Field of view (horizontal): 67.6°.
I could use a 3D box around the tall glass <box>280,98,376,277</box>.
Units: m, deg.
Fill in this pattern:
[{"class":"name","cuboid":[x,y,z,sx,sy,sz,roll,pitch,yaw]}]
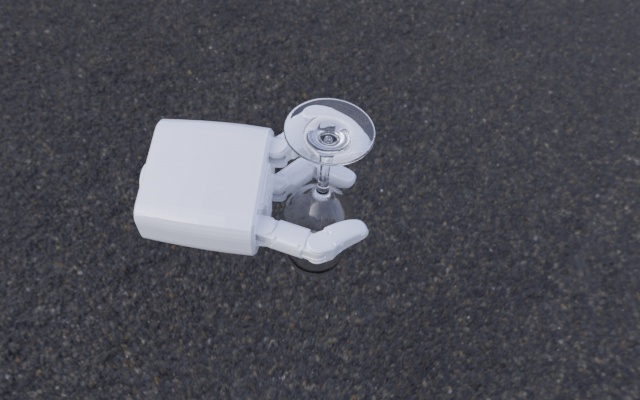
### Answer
[{"class":"tall glass","cuboid":[0.000,0.001,0.462,0.079,0.079,0.201,0,-36,-5]}]
